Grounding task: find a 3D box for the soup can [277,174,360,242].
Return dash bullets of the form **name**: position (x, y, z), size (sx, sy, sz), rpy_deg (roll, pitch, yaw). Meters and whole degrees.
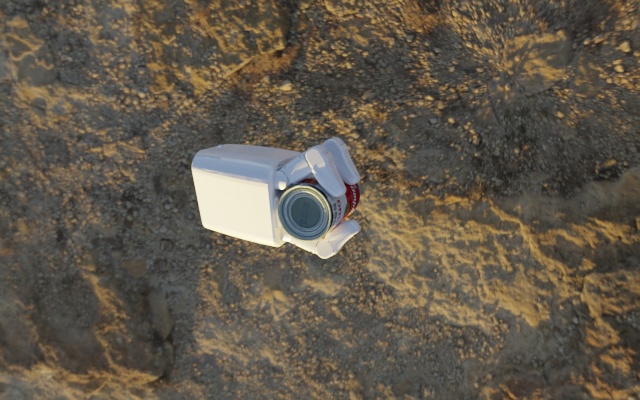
- **soup can**: position (0.000, 0.002, 0.564), size (0.068, 0.068, 0.102), rpy_deg (0, 14, 22)
